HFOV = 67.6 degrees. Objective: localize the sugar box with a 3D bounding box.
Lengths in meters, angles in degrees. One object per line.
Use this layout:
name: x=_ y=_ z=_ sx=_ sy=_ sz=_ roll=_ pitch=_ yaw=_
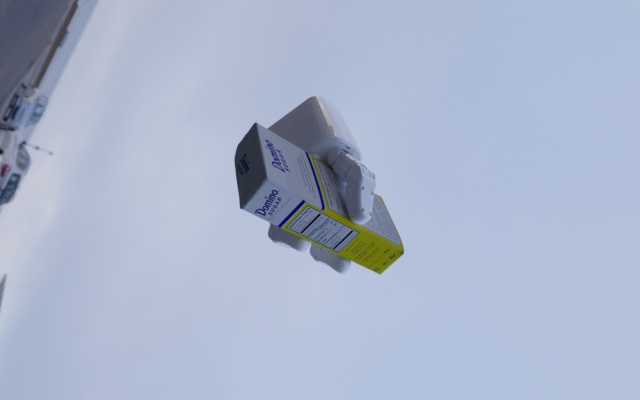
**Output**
sugar box: x=0.000 y=0.002 z=0.470 sx=0.176 sy=0.048 sz=0.093 roll=26 pitch=29 yaw=-31
